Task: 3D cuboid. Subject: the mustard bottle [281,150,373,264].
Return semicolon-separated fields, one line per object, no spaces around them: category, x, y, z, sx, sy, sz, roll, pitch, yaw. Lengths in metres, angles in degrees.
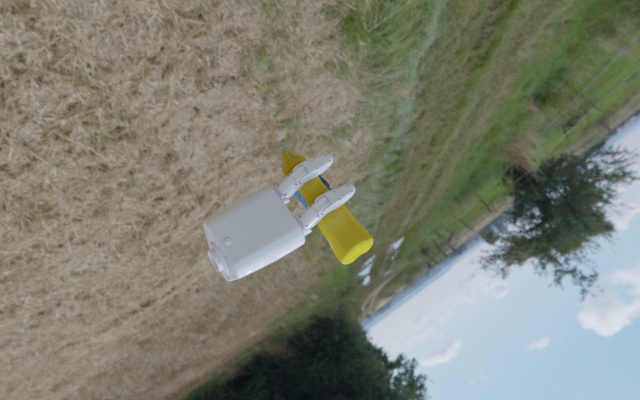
mustard bottle;0.001;0.002;0.710;0.058;0.191;0.096;-37;-16;0
